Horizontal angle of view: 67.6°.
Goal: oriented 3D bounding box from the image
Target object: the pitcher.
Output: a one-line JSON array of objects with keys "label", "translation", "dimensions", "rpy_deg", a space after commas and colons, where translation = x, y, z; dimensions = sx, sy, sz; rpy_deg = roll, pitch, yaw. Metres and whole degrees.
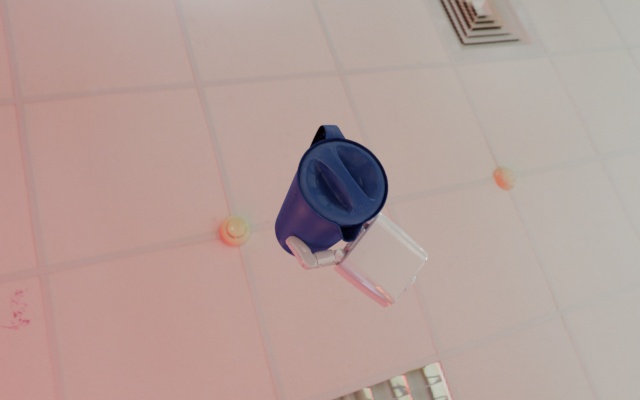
[{"label": "pitcher", "translation": [0.000, 0.003, 0.765], "dimensions": [0.145, 0.149, 0.243], "rpy_deg": [38, -27, 0]}]
